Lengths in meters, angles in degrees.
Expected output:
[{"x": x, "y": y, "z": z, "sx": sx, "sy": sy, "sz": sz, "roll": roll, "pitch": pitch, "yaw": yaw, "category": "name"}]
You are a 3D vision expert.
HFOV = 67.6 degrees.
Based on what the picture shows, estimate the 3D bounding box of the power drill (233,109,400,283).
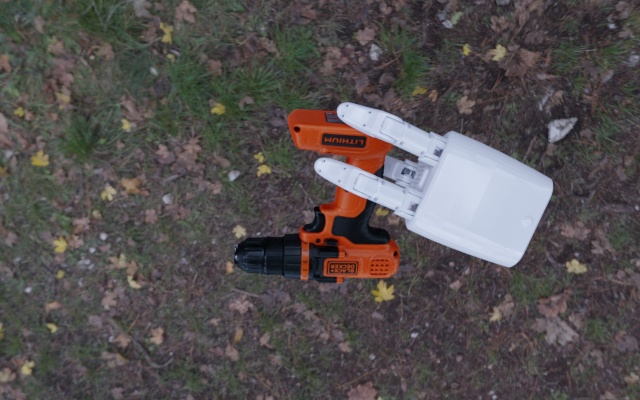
[{"x": 0.000, "y": 0.001, "z": 0.505, "sx": 0.184, "sy": 0.188, "sz": 0.057, "roll": 1, "pitch": 28, "yaw": -6, "category": "power drill"}]
